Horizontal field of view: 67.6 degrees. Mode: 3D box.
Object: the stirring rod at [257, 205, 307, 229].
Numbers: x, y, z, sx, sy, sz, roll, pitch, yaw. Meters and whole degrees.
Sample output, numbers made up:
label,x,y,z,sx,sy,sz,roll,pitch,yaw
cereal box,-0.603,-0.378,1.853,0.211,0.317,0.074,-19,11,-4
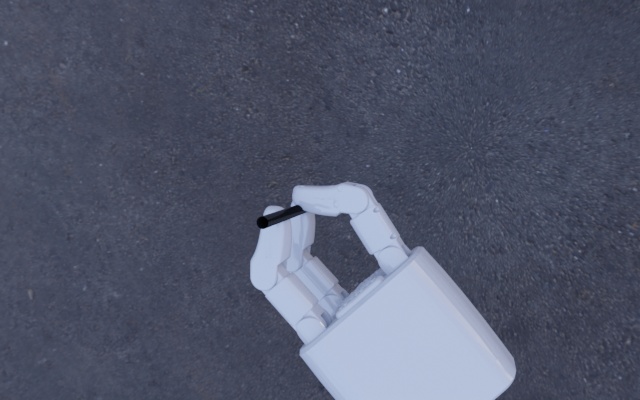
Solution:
label,x,y,z,sx,sy,sz,roll,pitch,yaw
stirring rod,0.000,0.001,0.410,0.011,0.011,0.239,0,6,18
